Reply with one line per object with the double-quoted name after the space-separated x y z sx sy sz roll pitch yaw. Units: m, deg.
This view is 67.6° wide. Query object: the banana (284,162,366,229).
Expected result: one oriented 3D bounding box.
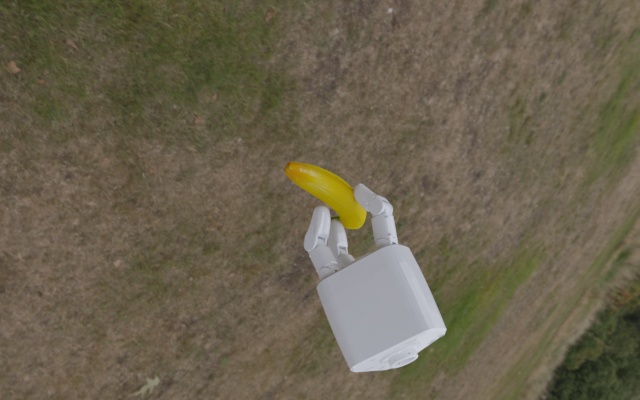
0.019 0.002 0.623 0.069 0.037 0.198 -5 -25 17 "banana"
